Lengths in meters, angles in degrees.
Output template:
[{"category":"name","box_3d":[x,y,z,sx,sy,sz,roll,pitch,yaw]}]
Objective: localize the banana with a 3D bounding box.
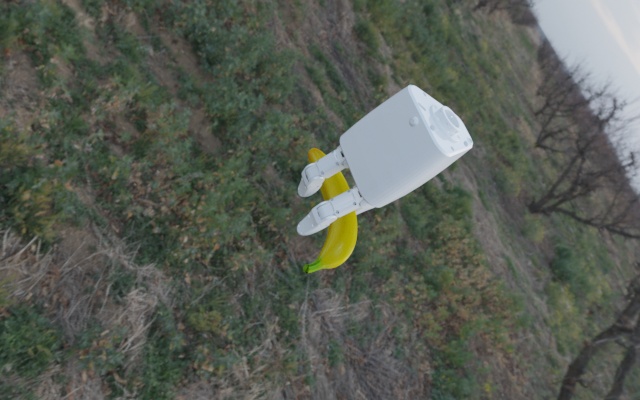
[{"category":"banana","box_3d":[0.016,0.011,0.627,0.070,0.197,0.037,23,-44,-26]}]
